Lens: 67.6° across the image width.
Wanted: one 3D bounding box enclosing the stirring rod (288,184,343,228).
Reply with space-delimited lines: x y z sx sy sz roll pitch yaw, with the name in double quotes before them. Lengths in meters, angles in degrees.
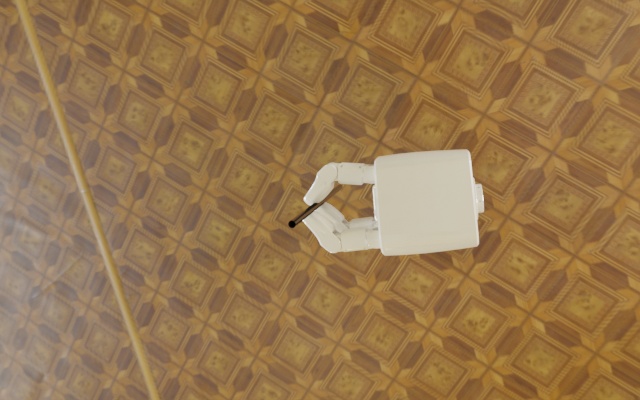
"stirring rod" 0.000 0.002 0.600 0.011 0.011 0.239 0 11 14
